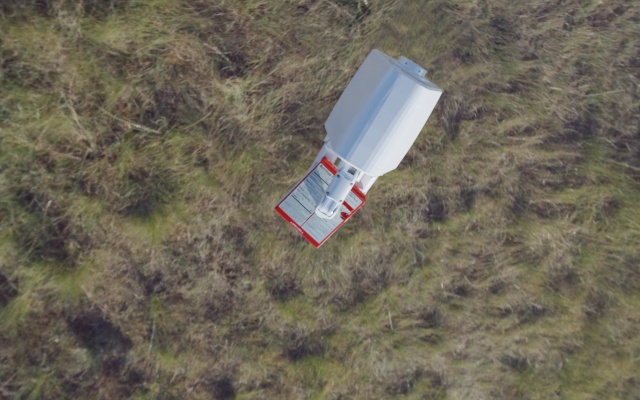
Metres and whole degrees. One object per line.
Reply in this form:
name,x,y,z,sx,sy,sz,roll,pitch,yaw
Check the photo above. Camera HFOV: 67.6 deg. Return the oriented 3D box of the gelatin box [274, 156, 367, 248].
gelatin box,0.000,0.002,0.582,0.073,0.089,0.030,43,16,-8
